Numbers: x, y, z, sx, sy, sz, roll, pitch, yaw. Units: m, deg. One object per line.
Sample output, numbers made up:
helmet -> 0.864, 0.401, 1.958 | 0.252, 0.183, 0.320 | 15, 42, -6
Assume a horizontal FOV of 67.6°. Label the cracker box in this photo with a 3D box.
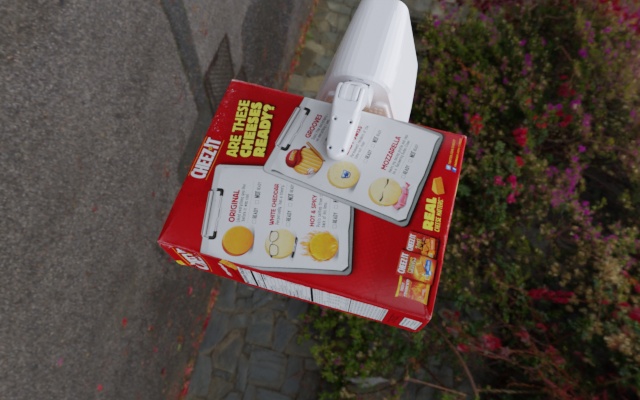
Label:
cracker box -> 0.000, 0.001, 0.409 | 0.213, 0.164, 0.072 | 14, -25, 7
